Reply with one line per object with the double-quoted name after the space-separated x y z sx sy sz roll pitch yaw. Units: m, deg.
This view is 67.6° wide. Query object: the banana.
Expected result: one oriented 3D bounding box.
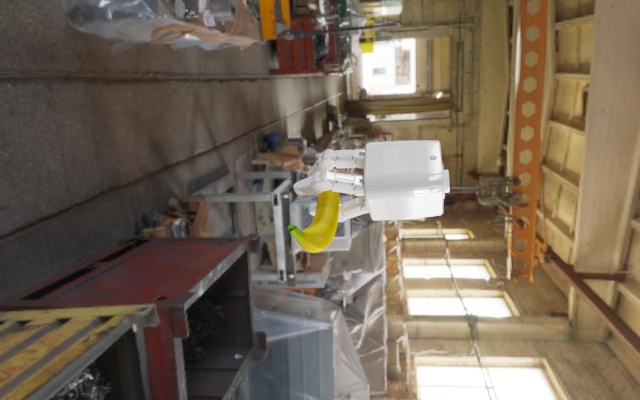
0.003 0.020 0.685 0.037 0.070 0.197 -5 24 16 "banana"
